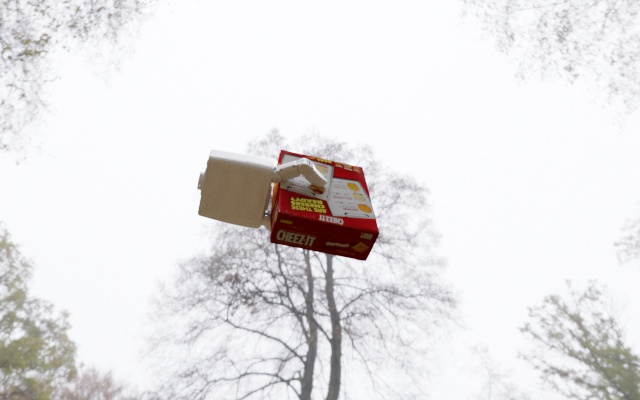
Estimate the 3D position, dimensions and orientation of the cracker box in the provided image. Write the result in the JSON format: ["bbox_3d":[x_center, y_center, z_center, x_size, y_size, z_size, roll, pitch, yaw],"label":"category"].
[{"bbox_3d":[0.000,0.002,0.829,0.164,0.072,0.213,12,32,-11],"label":"cracker box"}]
